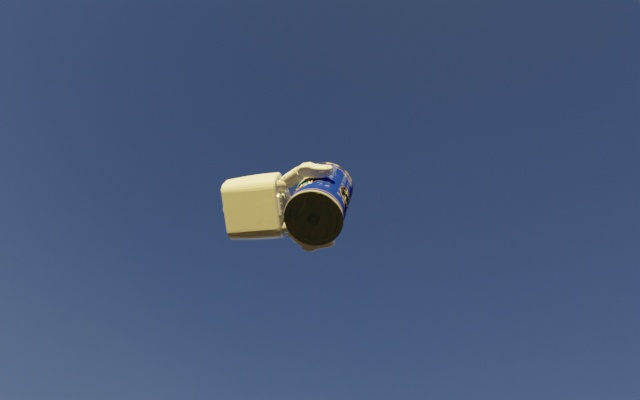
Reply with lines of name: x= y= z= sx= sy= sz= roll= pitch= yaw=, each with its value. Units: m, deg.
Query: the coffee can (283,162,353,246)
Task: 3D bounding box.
coffee can: x=0.000 y=0.003 z=0.859 sx=0.103 sy=0.103 sz=0.140 roll=0 pitch=24 yaw=11
